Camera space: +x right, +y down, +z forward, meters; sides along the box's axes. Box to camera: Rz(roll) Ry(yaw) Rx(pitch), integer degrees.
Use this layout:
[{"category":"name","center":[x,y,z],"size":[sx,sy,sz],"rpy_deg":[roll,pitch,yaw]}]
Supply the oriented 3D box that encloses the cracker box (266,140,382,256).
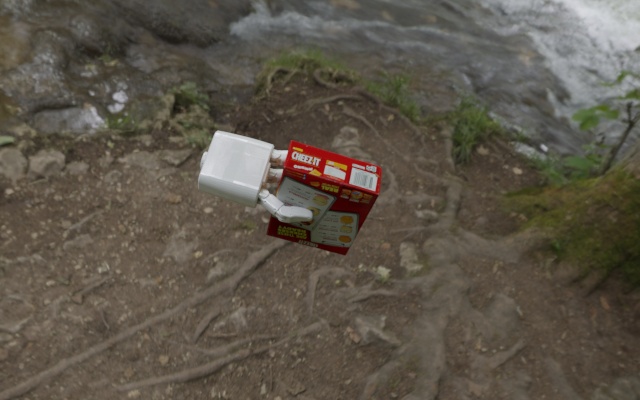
[{"category":"cracker box","center":[0.000,0.003,0.866],"size":[0.164,0.072,0.214],"rpy_deg":[16,-37,-4]}]
